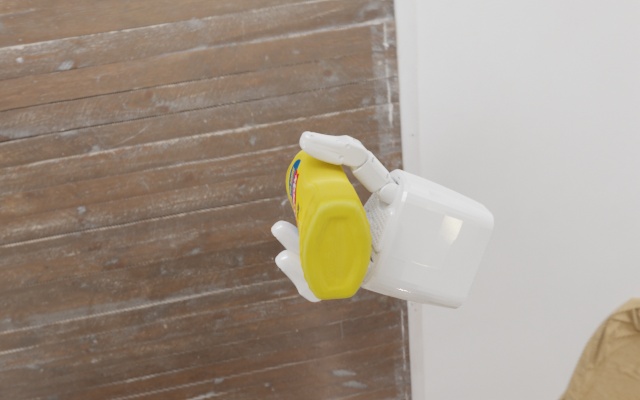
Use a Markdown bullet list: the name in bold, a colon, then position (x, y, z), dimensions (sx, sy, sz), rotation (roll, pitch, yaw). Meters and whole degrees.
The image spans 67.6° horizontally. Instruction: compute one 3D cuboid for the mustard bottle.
- **mustard bottle**: position (0.000, 0.002, 0.460), dimensions (0.058, 0.096, 0.191), rotation (-4, 27, -7)
